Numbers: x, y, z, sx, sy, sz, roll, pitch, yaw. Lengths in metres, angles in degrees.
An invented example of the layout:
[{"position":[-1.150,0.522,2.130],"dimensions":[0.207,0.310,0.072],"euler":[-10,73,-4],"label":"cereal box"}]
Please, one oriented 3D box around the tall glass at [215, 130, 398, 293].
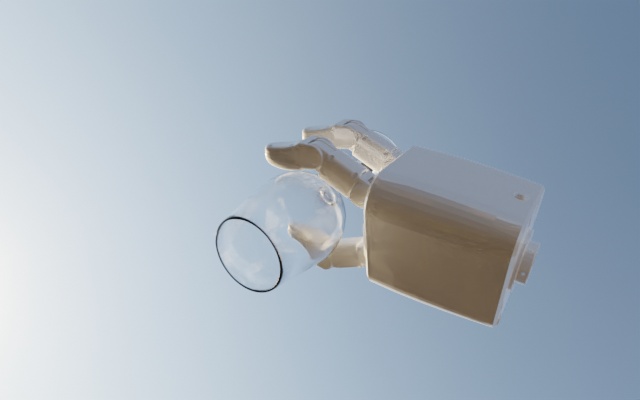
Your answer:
[{"position":[0.000,0.001,0.416],"dimensions":[0.079,0.079,0.201],"euler":[0,23,35],"label":"tall glass"}]
